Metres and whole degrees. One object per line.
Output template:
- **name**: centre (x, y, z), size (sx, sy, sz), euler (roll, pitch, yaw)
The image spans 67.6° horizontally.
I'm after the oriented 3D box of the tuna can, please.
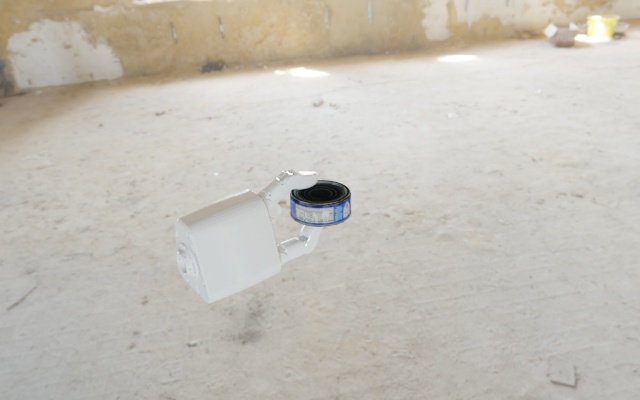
- **tuna can**: centre (0.000, 0.002, 0.661), size (0.086, 0.034, 0.086), euler (-1, 25, 0)
